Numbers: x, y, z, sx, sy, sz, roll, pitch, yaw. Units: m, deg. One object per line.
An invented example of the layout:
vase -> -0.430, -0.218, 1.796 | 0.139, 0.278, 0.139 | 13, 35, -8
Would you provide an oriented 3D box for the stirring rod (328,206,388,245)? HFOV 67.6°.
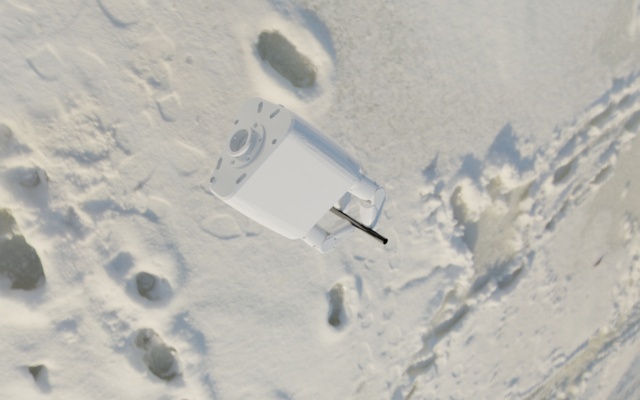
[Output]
stirring rod -> 0.000, 0.002, 0.617 | 0.011, 0.011, 0.239 | 0, 21, -40
